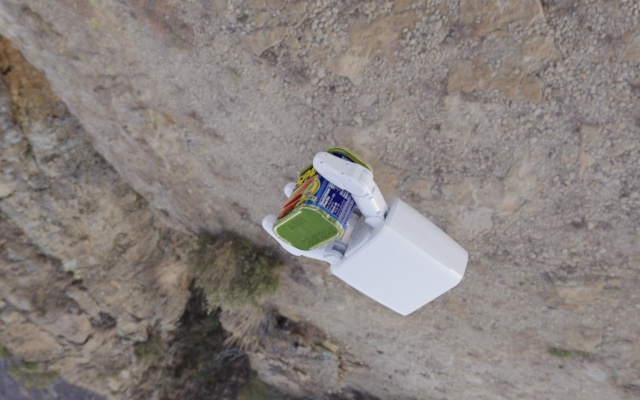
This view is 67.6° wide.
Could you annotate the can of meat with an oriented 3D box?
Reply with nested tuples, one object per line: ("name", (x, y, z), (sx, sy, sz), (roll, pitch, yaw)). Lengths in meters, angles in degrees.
("can of meat", (0.000, 0.002, 0.515), (0.057, 0.084, 0.102), (36, -32, -14))
